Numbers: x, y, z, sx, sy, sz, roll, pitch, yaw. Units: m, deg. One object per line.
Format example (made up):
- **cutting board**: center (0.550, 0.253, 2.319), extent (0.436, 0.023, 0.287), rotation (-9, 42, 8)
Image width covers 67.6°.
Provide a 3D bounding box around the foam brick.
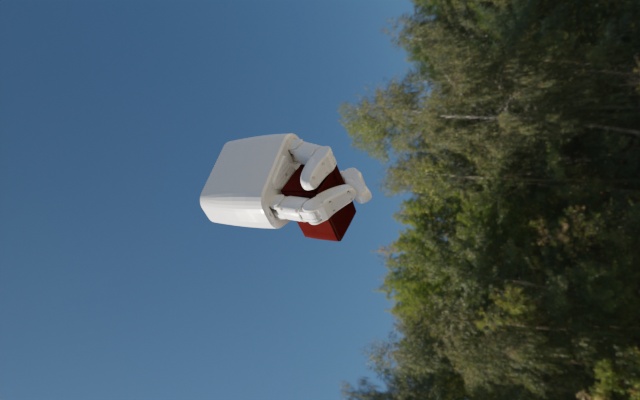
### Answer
- **foam brick**: center (0.000, 0.002, 0.565), extent (0.051, 0.078, 0.053), rotation (2, 42, 34)
